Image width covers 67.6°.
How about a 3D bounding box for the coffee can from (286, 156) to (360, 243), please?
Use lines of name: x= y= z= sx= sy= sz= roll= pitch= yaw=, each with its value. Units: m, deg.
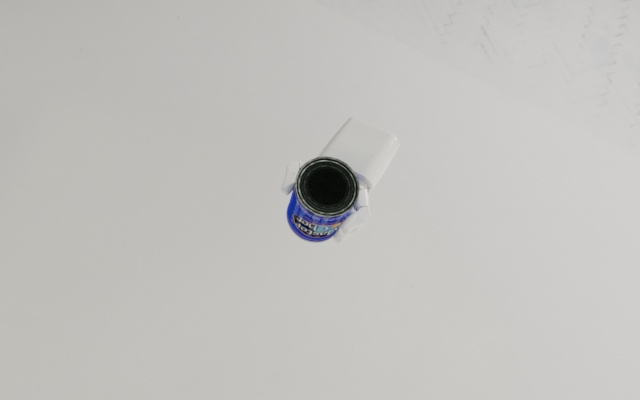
coffee can: x=0.000 y=0.003 z=0.799 sx=0.103 sy=0.102 sz=0.140 roll=0 pitch=-21 yaw=-10
